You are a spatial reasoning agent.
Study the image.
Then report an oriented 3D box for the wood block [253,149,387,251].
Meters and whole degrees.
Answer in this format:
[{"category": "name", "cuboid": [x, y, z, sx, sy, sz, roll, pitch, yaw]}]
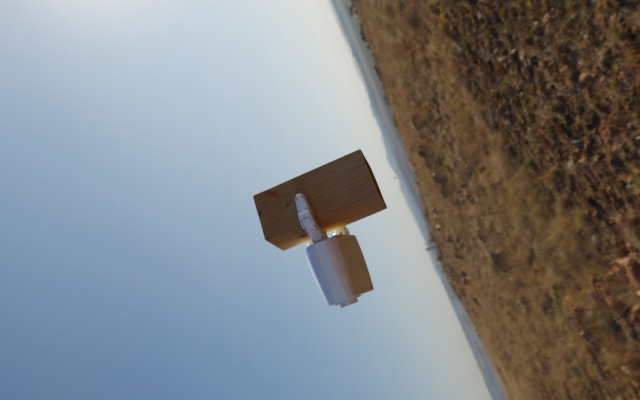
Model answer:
[{"category": "wood block", "cuboid": [0.000, 0.003, 0.840, 0.206, 0.090, 0.091, -23, -24, 10]}]
